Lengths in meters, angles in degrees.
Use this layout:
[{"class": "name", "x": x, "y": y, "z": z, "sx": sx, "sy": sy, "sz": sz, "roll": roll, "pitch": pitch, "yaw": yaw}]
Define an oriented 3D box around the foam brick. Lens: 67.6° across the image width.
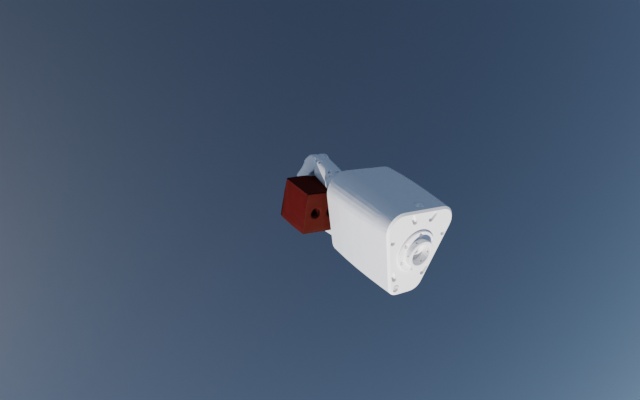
[{"class": "foam brick", "x": 0.000, "y": 0.002, "z": 0.581, "sx": 0.078, "sy": 0.053, "sz": 0.051, "roll": -8, "pitch": 30, "yaw": -32}]
